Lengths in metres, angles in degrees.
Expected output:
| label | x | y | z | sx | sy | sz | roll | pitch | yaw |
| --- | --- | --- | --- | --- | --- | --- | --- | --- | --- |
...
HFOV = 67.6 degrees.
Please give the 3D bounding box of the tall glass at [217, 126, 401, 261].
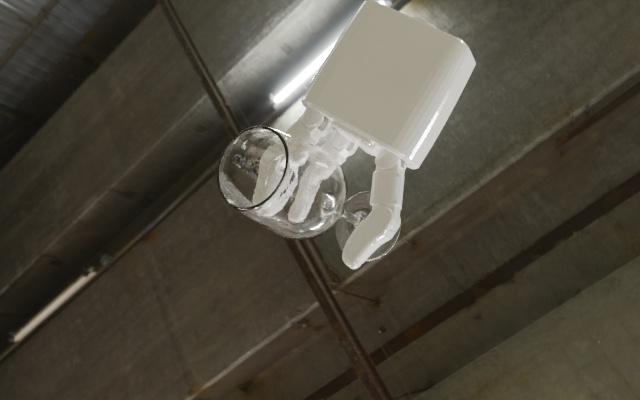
| label | x | y | z | sx | sy | sz | roll | pitch | yaw |
| --- | --- | --- | --- | --- | --- | --- | --- | --- | --- |
| tall glass | 0.000 | 0.002 | 0.414 | 0.079 | 0.079 | 0.201 | 0 | -14 | 30 |
